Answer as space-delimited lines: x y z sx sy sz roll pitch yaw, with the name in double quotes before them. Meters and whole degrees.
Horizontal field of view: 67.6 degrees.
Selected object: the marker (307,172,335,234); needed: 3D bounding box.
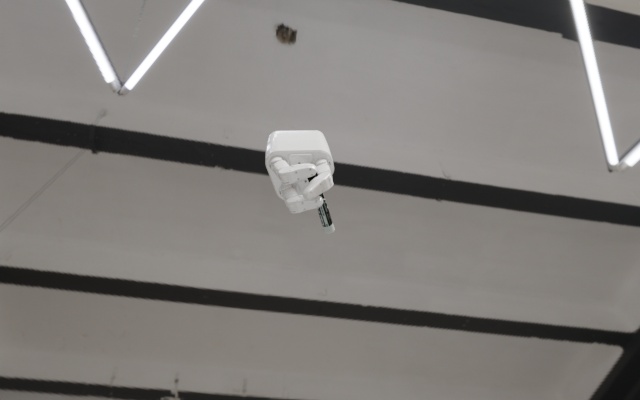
"marker" 0.000 0.003 0.795 0.020 0.121 0.020 -13 30 8
